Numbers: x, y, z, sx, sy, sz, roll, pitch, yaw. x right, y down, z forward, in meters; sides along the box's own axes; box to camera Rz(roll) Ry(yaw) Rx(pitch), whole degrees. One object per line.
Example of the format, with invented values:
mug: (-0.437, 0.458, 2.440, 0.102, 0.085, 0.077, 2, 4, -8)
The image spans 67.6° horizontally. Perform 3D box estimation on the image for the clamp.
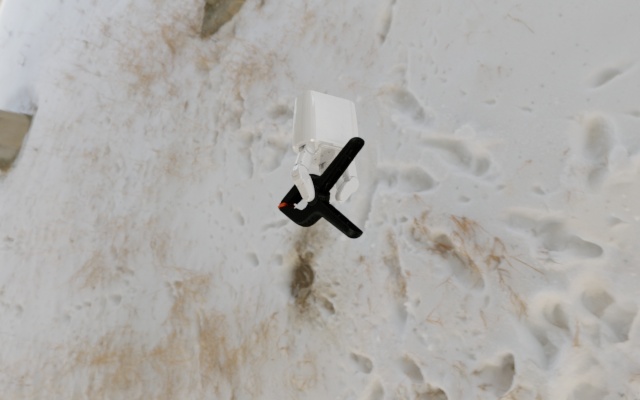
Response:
clamp: (-0.001, 0.002, 0.803, 0.036, 0.164, 0.210, 17, -28, -37)
